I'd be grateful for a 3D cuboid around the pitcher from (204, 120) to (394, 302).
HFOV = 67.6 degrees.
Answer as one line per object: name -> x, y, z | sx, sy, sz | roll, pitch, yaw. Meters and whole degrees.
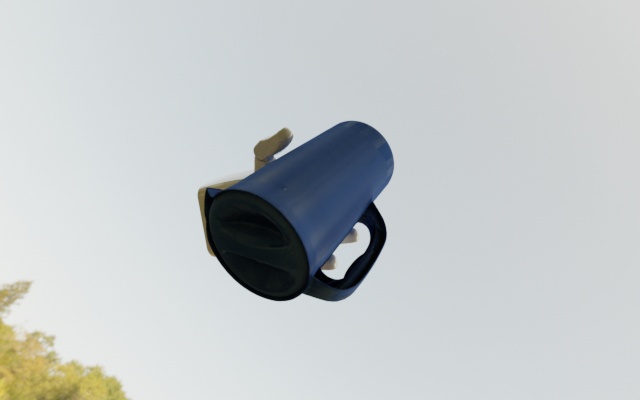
pitcher -> 0.000, 0.002, 0.560 | 0.145, 0.149, 0.242 | -6, 24, 39
